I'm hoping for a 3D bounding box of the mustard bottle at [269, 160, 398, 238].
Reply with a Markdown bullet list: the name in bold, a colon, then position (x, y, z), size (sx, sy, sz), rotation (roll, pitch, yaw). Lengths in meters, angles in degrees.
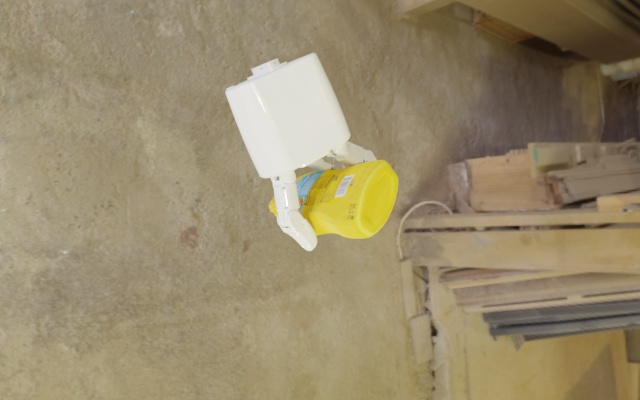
- **mustard bottle**: position (0.000, 0.002, 0.603), size (0.191, 0.096, 0.058), rotation (-4, -41, 45)
